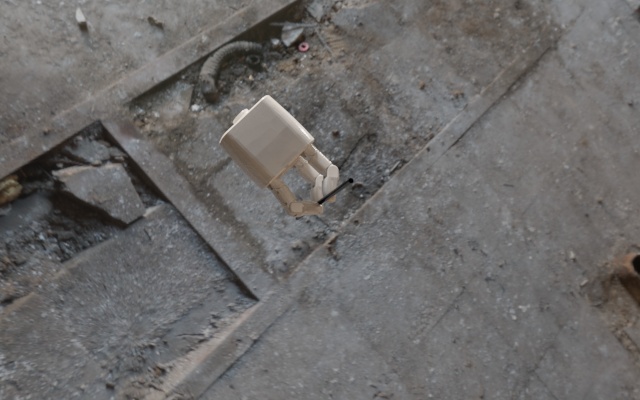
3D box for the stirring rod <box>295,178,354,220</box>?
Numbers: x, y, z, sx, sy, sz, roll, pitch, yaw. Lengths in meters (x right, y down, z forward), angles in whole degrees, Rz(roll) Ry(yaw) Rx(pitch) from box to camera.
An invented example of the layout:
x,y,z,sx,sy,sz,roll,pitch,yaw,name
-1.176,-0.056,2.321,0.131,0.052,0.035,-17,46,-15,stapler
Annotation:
x,y,z,sx,sy,sz,roll,pitch,yaw,name
0.000,0.003,0.778,0.011,0.011,0.239,0,-15,-22,stirring rod
